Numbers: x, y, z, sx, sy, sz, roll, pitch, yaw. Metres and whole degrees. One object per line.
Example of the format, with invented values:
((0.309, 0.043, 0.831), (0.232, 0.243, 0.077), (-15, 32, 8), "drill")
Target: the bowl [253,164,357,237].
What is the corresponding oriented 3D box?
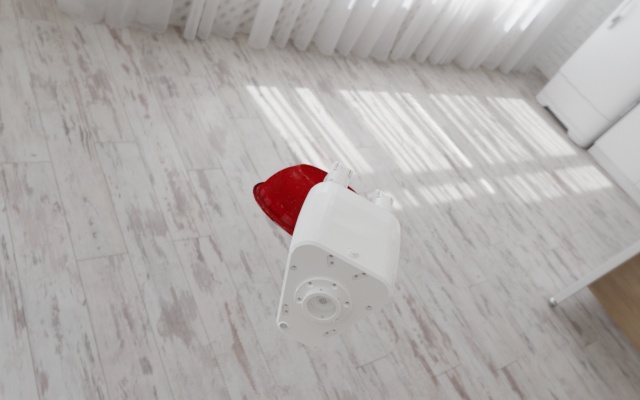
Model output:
((0.000, 0.001, 0.591), (0.162, 0.055, 0.162), (29, 16, -9), "bowl")
